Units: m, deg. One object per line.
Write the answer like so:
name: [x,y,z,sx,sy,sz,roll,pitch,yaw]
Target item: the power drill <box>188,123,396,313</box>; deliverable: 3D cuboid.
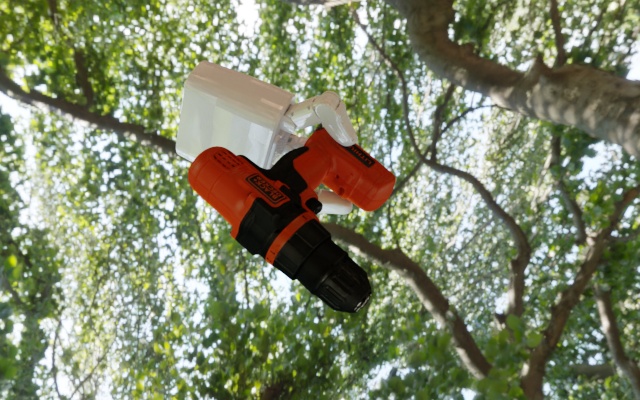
power drill: [0.000,0.001,0.443,0.184,0.057,0.187,41,33,12]
